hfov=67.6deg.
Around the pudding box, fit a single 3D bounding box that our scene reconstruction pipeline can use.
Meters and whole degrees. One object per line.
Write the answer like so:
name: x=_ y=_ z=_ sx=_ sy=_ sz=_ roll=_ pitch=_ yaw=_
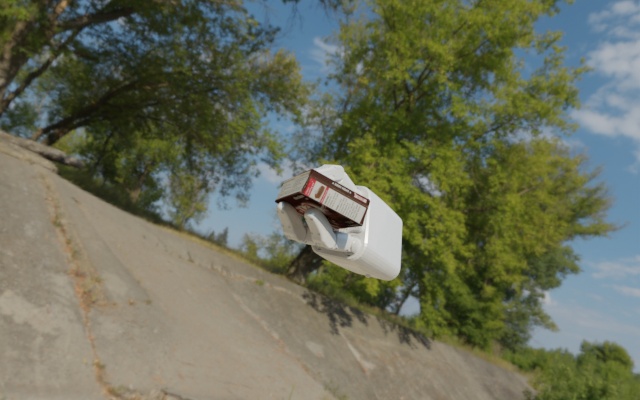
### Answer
pudding box: x=0.000 y=0.002 z=0.617 sx=0.090 sy=0.039 sz=0.113 roll=27 pitch=-17 yaw=-16
